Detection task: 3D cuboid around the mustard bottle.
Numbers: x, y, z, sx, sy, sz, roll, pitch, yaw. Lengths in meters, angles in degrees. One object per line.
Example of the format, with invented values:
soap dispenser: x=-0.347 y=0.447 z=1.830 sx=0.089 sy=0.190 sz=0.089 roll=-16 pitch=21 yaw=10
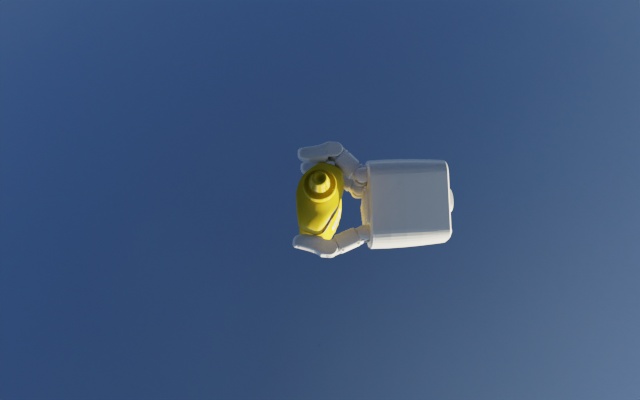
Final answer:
mustard bottle: x=0.000 y=0.002 z=0.649 sx=0.058 sy=0.096 sz=0.192 roll=21 pitch=-16 yaw=6
